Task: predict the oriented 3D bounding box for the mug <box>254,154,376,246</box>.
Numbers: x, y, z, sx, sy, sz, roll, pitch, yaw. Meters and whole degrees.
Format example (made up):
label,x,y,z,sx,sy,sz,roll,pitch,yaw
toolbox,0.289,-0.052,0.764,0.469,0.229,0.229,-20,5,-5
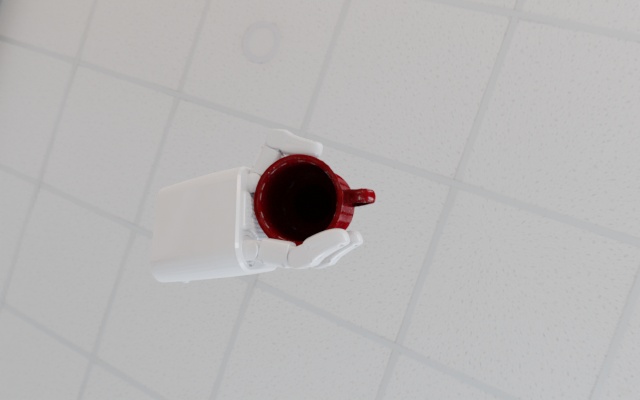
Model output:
label,x,y,z,sx,sy,sz,roll,pitch,yaw
mug,0.002,0.001,0.500,0.117,0.093,0.081,-10,-7,17
